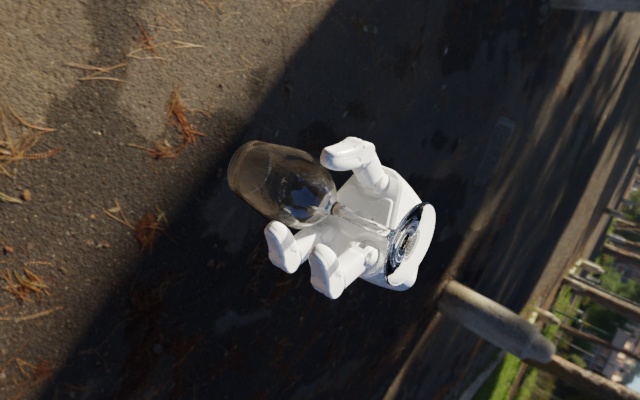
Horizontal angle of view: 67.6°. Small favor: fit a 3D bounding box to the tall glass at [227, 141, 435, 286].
[{"bbox_3d":[0.001,0.002,0.445,0.201,0.079,0.079,25,15,34],"label":"tall glass"}]
